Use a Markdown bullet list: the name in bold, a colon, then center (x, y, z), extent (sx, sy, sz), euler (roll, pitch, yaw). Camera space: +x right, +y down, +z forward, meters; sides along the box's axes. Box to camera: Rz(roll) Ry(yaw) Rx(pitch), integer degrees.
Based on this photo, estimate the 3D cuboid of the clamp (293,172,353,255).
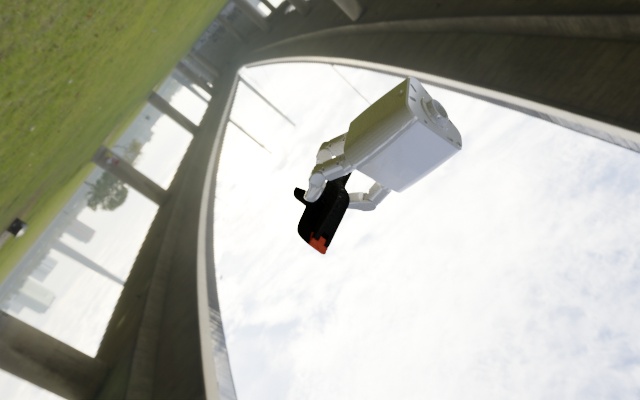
- **clamp**: center (0.001, 0.003, 0.695), extent (0.036, 0.209, 0.165), euler (36, -51, -20)
